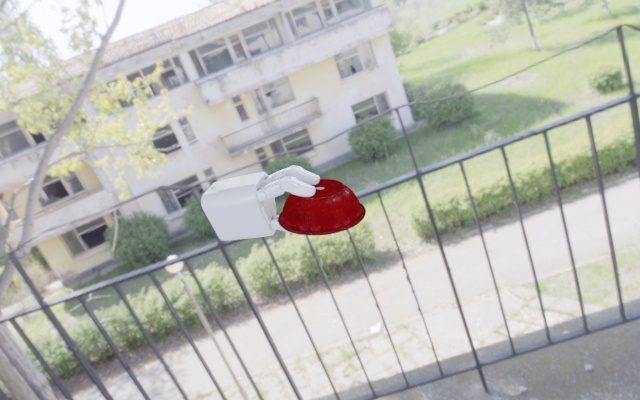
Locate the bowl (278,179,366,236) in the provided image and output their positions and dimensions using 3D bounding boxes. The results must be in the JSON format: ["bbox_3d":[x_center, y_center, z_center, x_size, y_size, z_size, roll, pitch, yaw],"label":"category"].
[{"bbox_3d":[0.001,0.002,0.863,0.162,0.055,0.162,-5,23,2],"label":"bowl"}]
